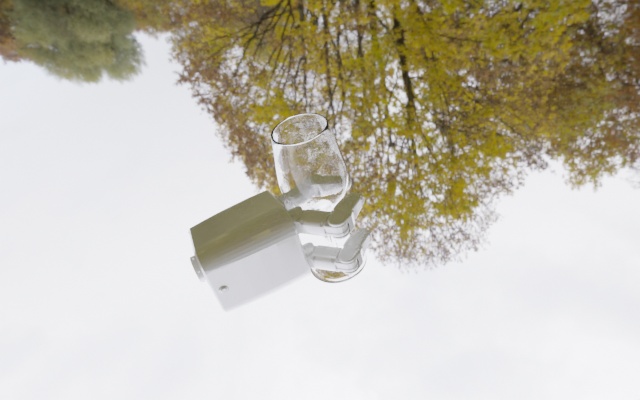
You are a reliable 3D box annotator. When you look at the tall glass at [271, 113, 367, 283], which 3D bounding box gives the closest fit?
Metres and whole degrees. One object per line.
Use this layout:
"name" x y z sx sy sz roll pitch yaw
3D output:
"tall glass" 0.000 0.002 0.552 0.079 0.201 0.079 -10 37 8
